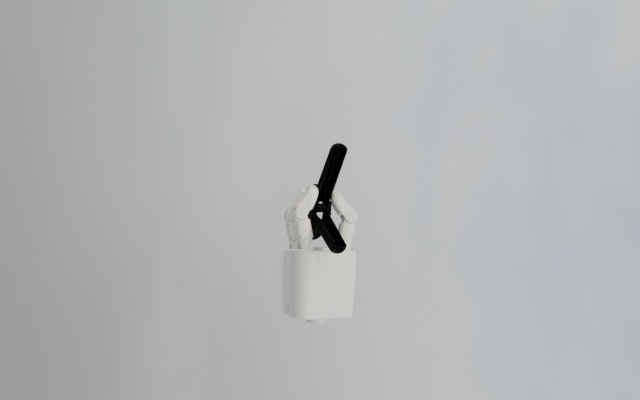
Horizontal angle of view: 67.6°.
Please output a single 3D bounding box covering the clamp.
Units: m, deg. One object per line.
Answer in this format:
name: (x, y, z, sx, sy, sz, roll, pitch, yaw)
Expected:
clamp: (0.001, 0.003, 0.779, 0.036, 0.164, 0.210, 6, -7, -17)
